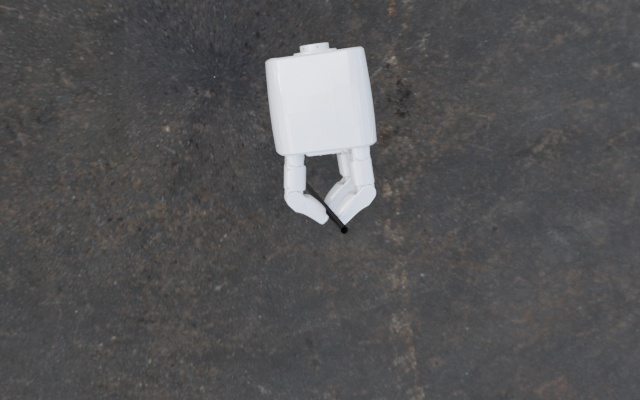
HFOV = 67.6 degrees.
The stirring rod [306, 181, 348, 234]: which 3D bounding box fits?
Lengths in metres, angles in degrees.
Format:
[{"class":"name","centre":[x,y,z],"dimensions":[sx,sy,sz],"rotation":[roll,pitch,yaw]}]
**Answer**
[{"class":"stirring rod","centre":[0.000,0.002,0.617],"dimensions":[0.011,0.011,0.239],"rotation":[0,14,-13]}]
